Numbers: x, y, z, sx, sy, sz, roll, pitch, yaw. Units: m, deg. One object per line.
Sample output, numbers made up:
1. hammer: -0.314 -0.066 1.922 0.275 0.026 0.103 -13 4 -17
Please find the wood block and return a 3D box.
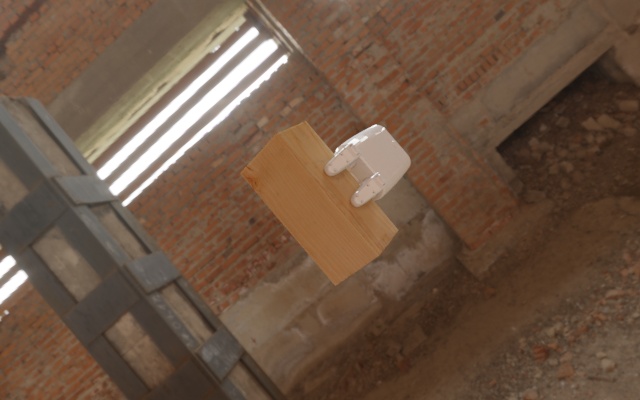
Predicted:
1. wood block: 0.000 0.002 0.673 0.091 0.206 0.090 -41 -2 33
